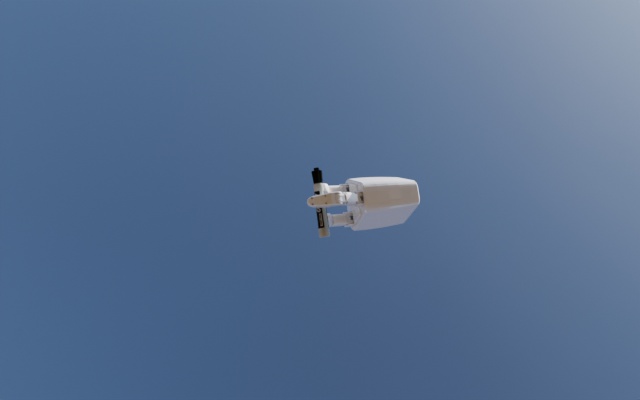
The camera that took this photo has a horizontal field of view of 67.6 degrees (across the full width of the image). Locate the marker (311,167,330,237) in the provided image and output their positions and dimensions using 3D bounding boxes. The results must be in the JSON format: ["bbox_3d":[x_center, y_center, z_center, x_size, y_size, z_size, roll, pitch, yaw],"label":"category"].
[{"bbox_3d":[0.000,0.003,0.824,0.020,0.121,0.020,-7,-7,-1],"label":"marker"}]
